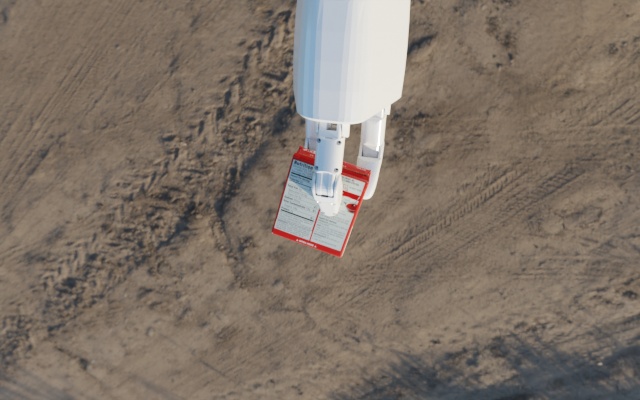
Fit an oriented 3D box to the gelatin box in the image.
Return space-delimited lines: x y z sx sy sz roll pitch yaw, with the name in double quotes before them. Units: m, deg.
"gelatin box" 0.000 0.002 0.455 0.073 0.089 0.030 19 26 2
